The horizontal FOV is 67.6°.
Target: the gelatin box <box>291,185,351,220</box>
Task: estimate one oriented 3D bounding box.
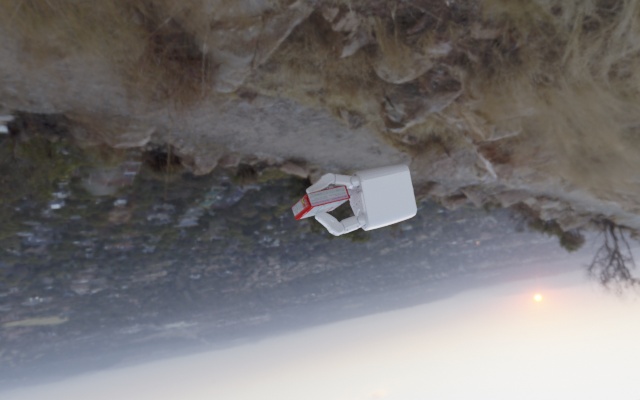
[{"bbox_3d":[0.000,0.003,0.890,0.089,0.030,0.073,-14,-12,-30],"label":"gelatin box"}]
